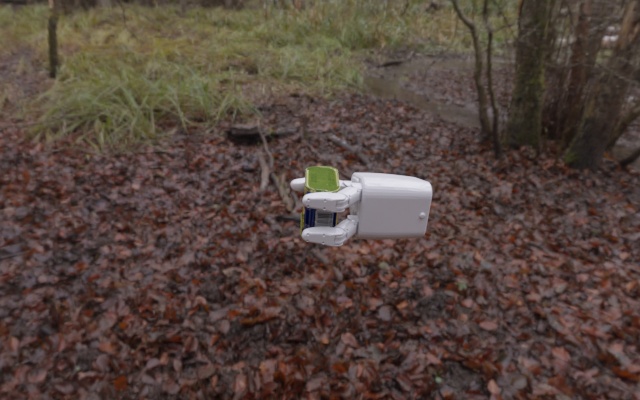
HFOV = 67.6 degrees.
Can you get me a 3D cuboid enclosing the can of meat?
[{"bbox_3d":[0.000,0.002,0.736,0.057,0.084,0.102,3,26,-3],"label":"can of meat"}]
